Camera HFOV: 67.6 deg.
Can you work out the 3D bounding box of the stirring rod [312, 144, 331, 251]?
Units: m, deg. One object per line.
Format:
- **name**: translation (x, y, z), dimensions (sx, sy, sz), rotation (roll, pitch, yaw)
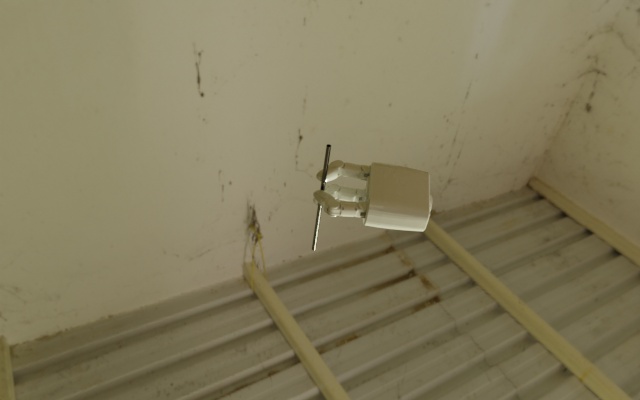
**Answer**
- **stirring rod**: translation (0.000, 0.003, 0.849), dimensions (0.011, 0.240, 0.011), rotation (5, 40, -4)
